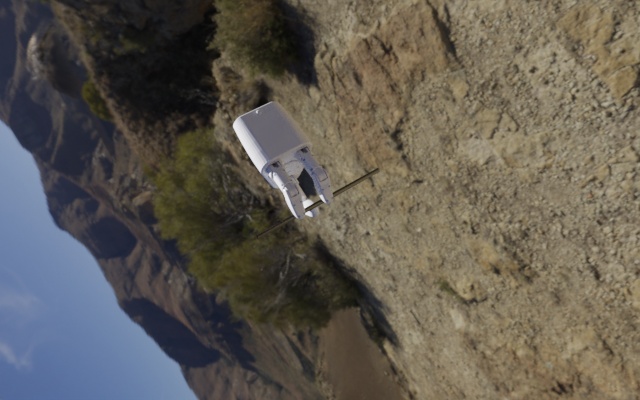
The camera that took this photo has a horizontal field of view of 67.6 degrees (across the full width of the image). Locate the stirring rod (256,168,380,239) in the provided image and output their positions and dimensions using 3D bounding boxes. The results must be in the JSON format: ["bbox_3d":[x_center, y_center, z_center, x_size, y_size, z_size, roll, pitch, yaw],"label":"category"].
[{"bbox_3d":[0.000,0.003,0.795,0.239,0.011,0.011,-29,9,-17],"label":"stirring rod"}]
